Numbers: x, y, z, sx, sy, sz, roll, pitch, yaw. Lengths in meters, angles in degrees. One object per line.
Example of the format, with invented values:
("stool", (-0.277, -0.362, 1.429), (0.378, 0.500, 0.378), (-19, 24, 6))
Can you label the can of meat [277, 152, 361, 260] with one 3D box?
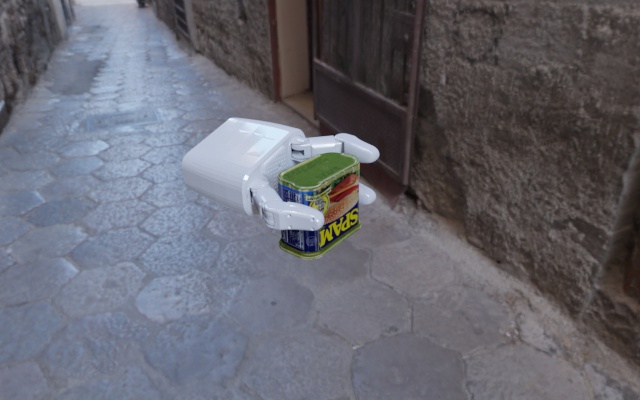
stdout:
("can of meat", (0.000, 0.001, 0.518), (0.057, 0.084, 0.102), (20, 34, 35))
